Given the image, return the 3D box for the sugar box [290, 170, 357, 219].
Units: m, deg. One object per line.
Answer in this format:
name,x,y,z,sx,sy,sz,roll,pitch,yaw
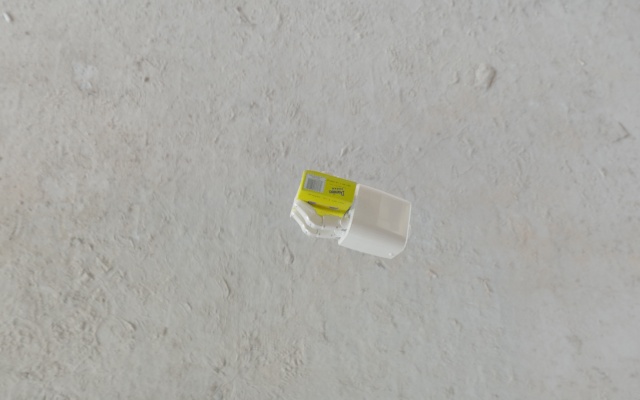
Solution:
sugar box,0.000,0.003,0.874,0.093,0.048,0.176,15,-22,-4
